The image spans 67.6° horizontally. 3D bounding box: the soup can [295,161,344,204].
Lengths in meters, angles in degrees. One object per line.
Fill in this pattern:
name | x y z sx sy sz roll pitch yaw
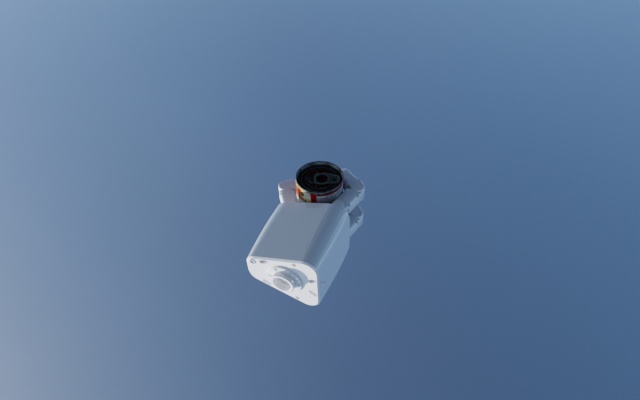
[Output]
soup can | 0.000 0.002 0.703 0.068 0.102 0.068 -1 45 1
